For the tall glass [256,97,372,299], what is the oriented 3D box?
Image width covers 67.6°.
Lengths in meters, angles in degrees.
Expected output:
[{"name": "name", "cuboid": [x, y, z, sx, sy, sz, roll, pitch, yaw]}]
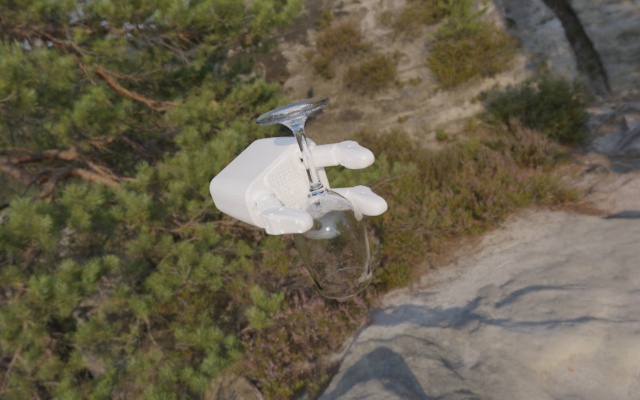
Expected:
[{"name": "tall glass", "cuboid": [0.000, 0.001, 0.494, 0.079, 0.201, 0.079, -15, 21, 6]}]
